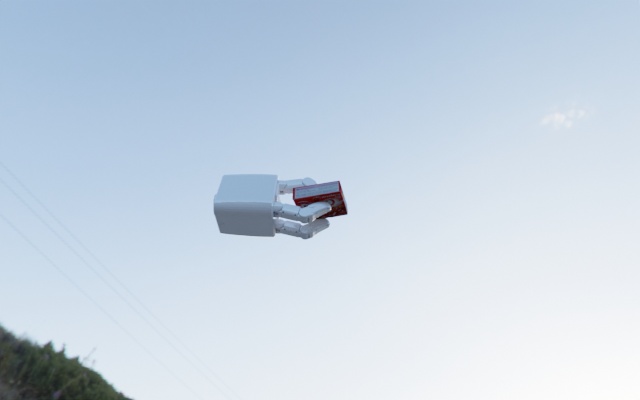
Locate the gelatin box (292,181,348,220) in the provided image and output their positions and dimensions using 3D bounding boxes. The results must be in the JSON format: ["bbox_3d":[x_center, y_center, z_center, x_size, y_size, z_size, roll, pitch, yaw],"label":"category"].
[{"bbox_3d":[0.000,0.002,0.870,0.089,0.030,0.073,-10,-38,8],"label":"gelatin box"}]
